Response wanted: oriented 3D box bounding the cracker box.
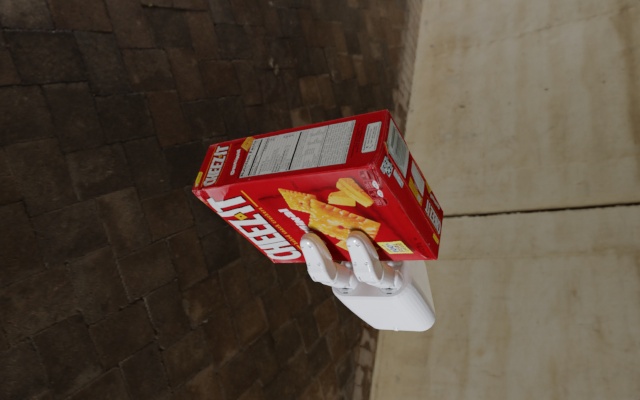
[{"bbox_3d":[0.000,0.001,0.504,0.214,0.072,0.164,-6,-38,31],"label":"cracker box"}]
